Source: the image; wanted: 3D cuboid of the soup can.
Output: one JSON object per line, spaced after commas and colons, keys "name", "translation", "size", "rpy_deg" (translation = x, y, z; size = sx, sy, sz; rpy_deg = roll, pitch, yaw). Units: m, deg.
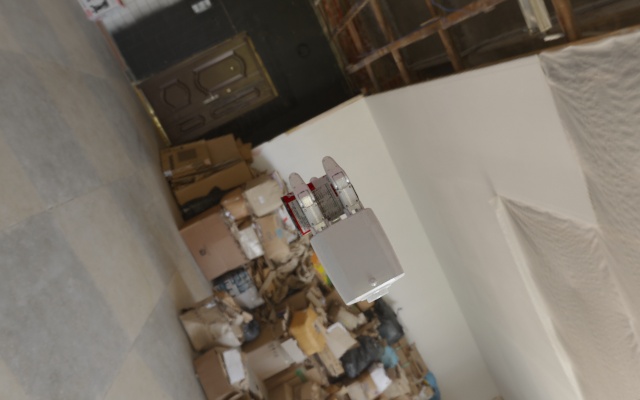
{"name": "soup can", "translation": [0.000, 0.002, 0.715], "size": [0.102, 0.068, 0.068], "rpy_deg": [-28, 1, -3]}
